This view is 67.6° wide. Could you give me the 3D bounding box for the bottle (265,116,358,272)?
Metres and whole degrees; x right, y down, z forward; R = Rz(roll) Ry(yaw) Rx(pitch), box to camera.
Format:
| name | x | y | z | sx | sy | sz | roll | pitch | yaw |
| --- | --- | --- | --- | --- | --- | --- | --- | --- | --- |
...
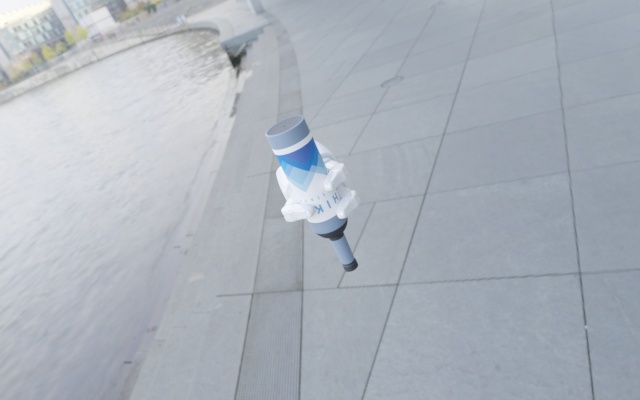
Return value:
| name | x | y | z | sx | sy | sz | roll | pitch | yaw |
| --- | --- | --- | --- | --- | --- | --- | --- | --- | --- |
| bottle | 0.000 | 0.002 | 0.810 | 0.069 | 0.296 | 0.069 | -20 | 27 | 11 |
